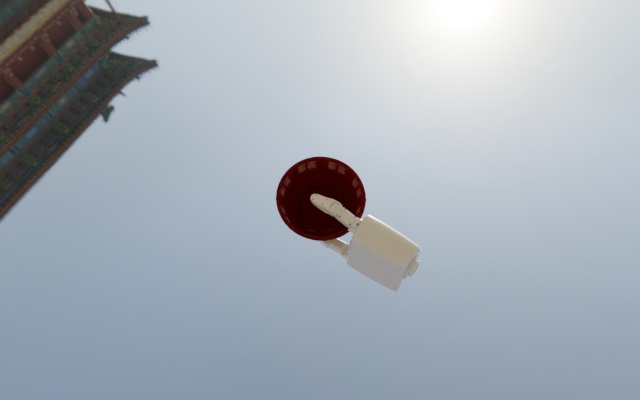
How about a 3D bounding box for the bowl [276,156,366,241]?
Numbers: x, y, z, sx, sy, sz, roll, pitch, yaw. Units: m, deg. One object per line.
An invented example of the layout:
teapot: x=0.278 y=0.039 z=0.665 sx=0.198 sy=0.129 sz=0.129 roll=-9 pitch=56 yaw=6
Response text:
bowl: x=-0.001 y=0.002 z=0.877 sx=0.162 sy=0.162 sz=0.055 roll=0 pitch=-20 yaw=-3
